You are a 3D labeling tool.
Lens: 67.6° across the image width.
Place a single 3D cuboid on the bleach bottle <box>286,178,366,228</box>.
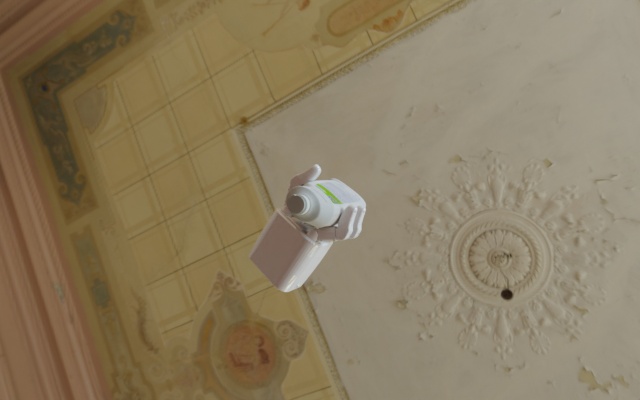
[{"bbox_3d":[0.000,0.003,0.821,0.102,0.068,0.251,36,11,17],"label":"bleach bottle"}]
